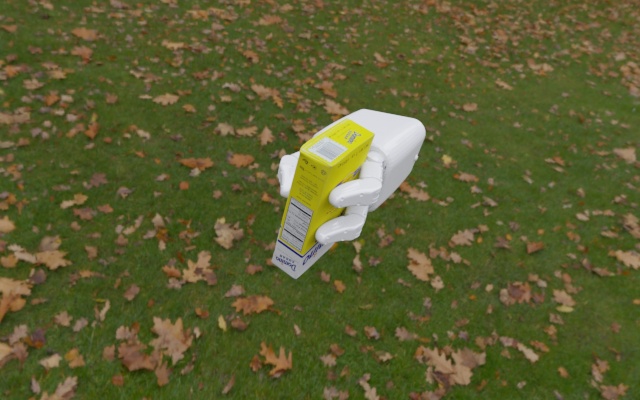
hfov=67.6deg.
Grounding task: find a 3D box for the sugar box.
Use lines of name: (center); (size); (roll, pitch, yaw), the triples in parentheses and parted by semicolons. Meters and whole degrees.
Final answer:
sugar box: (0.001, 0.002, 0.548); (0.048, 0.176, 0.093); (32, 43, 20)
